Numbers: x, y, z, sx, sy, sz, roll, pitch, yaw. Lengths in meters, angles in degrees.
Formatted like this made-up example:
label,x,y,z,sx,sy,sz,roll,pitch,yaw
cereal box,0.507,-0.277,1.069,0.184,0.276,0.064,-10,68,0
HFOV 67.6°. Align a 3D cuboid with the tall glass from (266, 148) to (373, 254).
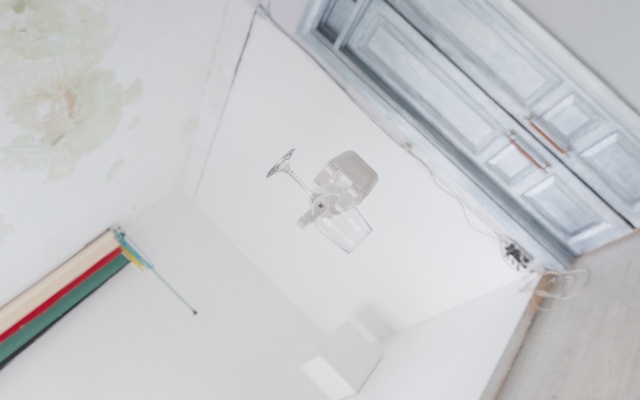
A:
label,x,y,z,sx,sy,sz,roll,pitch,yaw
tall glass,0.000,0.002,0.849,0.201,0.079,0.079,45,-3,3
